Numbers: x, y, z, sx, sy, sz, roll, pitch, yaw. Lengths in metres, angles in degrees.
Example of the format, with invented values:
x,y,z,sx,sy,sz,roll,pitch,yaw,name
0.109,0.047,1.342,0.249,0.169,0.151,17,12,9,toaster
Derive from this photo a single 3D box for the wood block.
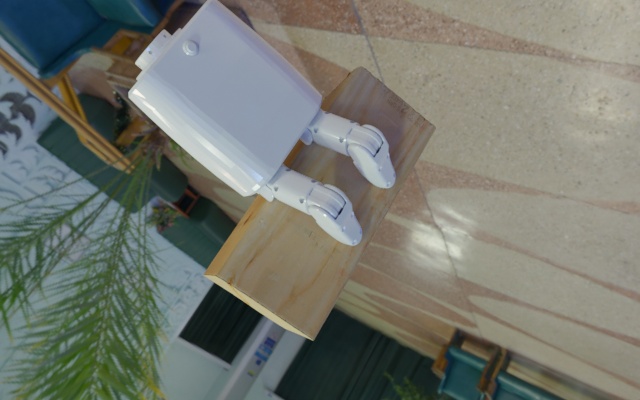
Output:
x,y,z,sx,sy,sz,roll,pitch,yaw,name
0.000,0.001,0.412,0.090,0.206,0.091,36,-18,-11,wood block
